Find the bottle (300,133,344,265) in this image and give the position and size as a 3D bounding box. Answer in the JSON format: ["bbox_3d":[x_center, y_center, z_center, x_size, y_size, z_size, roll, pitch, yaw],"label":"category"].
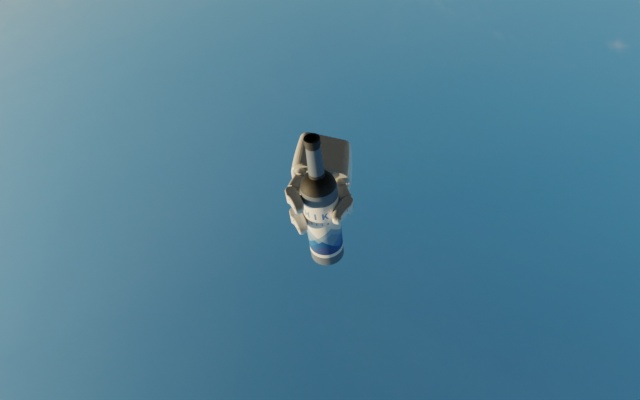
[{"bbox_3d":[0.000,0.003,0.867,0.069,0.069,0.296,0,-44,8],"label":"bottle"}]
